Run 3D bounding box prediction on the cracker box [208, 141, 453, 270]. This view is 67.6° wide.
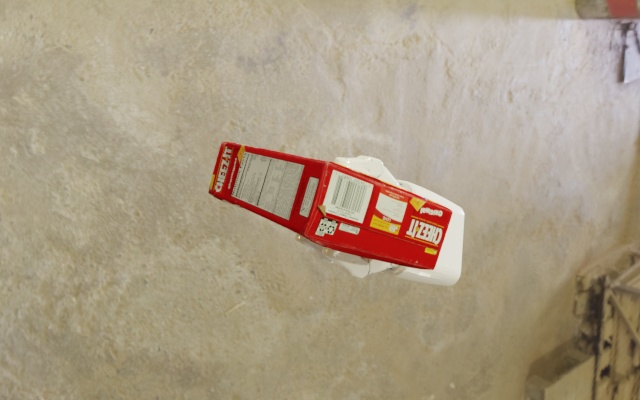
[{"bbox_3d":[0.000,0.002,0.503,0.164,0.072,0.213,17,0,-36],"label":"cracker box"}]
